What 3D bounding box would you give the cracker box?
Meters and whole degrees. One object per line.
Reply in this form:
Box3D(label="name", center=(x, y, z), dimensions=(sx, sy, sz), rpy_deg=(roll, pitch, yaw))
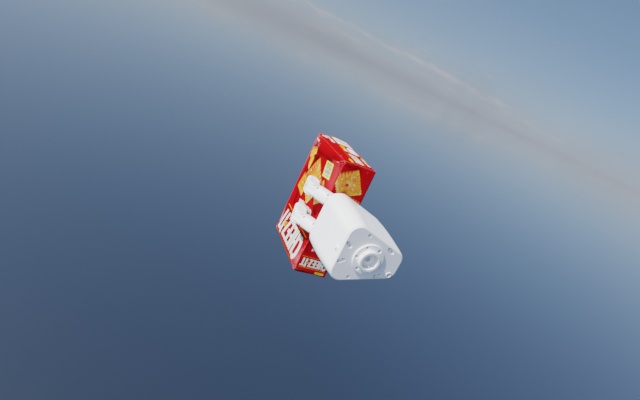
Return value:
Box3D(label="cracker box", center=(0.000, 0.003, 0.867), dimensions=(0.072, 0.214, 0.164), rpy_deg=(18, 18, -24))
